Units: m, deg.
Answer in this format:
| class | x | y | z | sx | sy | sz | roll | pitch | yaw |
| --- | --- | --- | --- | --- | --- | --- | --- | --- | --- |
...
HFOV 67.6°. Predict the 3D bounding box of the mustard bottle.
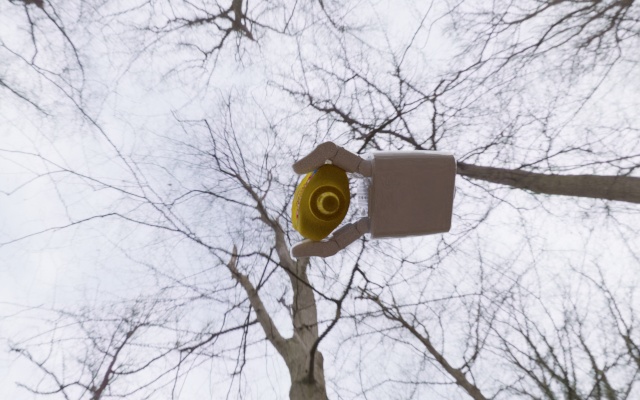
| class | x | y | z | sx | sy | sz | roll | pitch | yaw |
| --- | --- | --- | --- | --- | --- | --- | --- | --- | --- |
| mustard bottle | 0.000 | 0.002 | 0.602 | 0.058 | 0.096 | 0.191 | 22 | -1 | -7 |
